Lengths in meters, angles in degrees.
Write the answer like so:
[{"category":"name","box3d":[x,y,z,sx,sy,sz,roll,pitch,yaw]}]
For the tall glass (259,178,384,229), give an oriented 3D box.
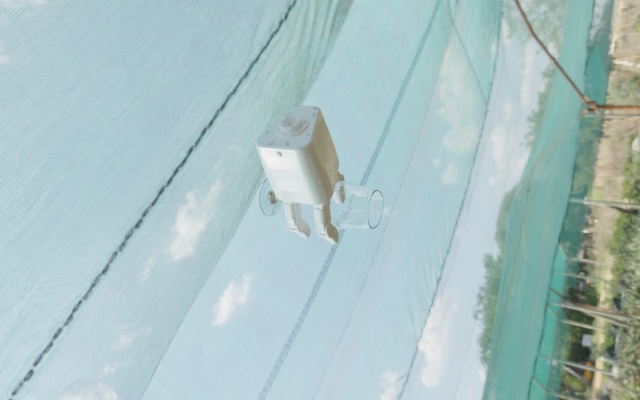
[{"category":"tall glass","box3d":[0.000,0.003,0.792,0.201,0.079,0.079,8,4,29]}]
